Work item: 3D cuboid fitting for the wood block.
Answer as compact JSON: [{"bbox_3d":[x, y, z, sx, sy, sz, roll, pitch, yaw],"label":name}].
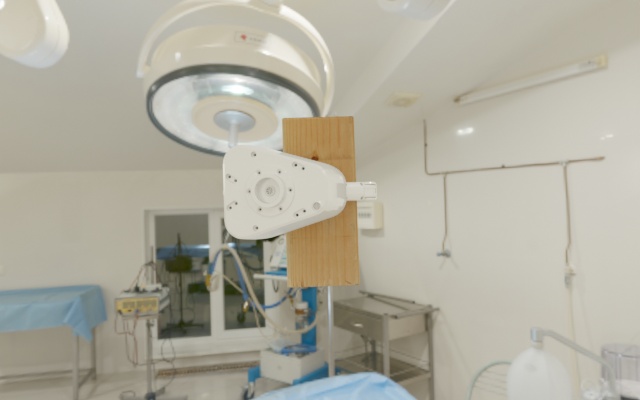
[{"bbox_3d":[0.000,0.002,0.621,0.091,0.206,0.090,-2,0,0],"label":"wood block"}]
